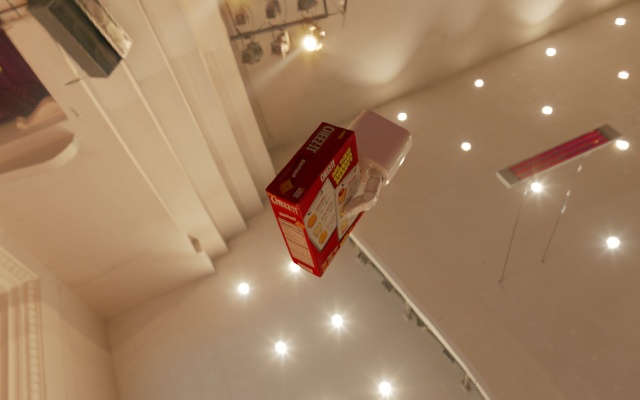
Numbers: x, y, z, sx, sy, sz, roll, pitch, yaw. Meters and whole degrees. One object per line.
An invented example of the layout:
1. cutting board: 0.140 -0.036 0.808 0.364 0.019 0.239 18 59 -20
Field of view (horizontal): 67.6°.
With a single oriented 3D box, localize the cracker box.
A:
1. cracker box: 0.000 0.003 0.803 0.072 0.164 0.214 22 -31 26
